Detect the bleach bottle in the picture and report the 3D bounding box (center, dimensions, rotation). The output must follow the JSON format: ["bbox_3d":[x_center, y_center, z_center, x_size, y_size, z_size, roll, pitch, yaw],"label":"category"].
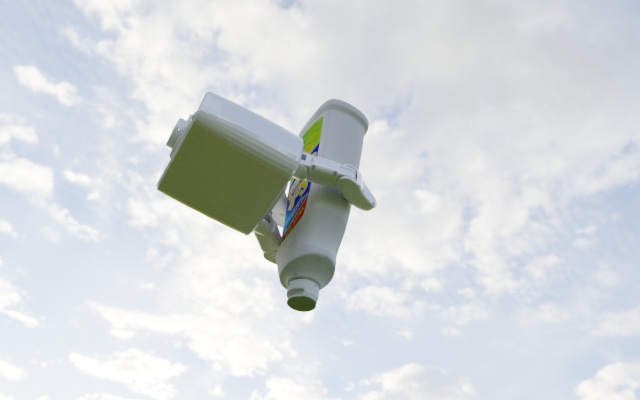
[{"bbox_3d":[0.000,0.002,0.526,0.068,0.250,0.103,28,-46,-20],"label":"bleach bottle"}]
